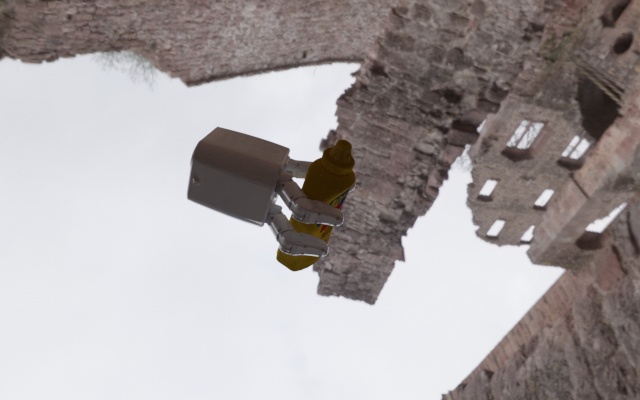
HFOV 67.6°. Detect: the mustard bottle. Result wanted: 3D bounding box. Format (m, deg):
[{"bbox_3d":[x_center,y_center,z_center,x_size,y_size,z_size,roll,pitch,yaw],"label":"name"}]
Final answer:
[{"bbox_3d":[0.000,0.002,0.623,0.058,0.192,0.096,34,40,15],"label":"mustard bottle"}]
